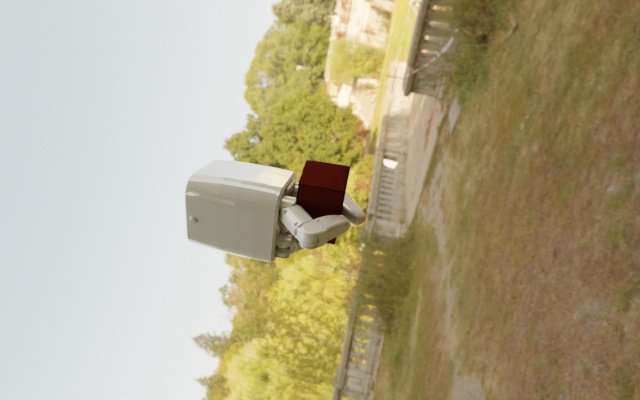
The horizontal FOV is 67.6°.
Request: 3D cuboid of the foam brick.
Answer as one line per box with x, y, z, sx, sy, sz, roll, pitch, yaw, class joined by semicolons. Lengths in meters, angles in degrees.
0.000;0.002;0.542;0.051;0.078;0.053;12;35;4;foam brick
